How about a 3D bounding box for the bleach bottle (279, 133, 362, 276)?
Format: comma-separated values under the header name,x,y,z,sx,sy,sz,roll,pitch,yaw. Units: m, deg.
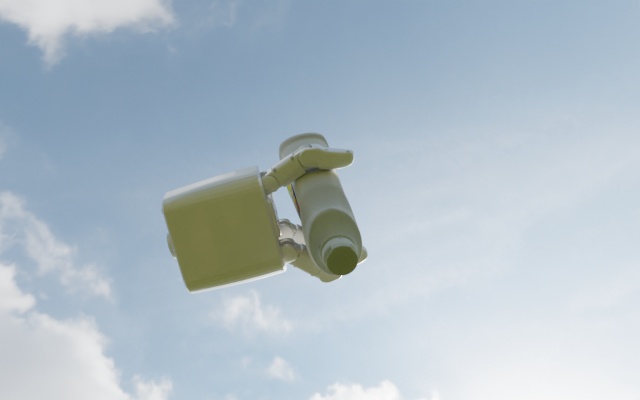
name,x,y,z,sx,sy,sz,roll,pitch,yaw
bleach bottle,0.000,0.002,0.524,0.068,0.103,0.250,-14,21,-3
